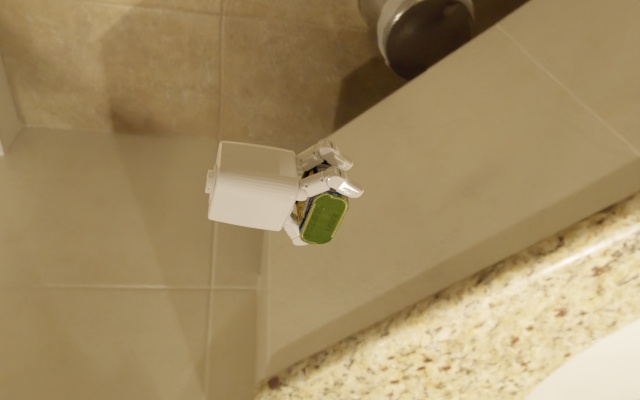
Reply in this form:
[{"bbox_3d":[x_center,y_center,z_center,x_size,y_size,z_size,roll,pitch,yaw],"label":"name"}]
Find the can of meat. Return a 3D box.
[{"bbox_3d":[0.000,0.003,0.697,0.057,0.102,0.083,10,39,-17],"label":"can of meat"}]
